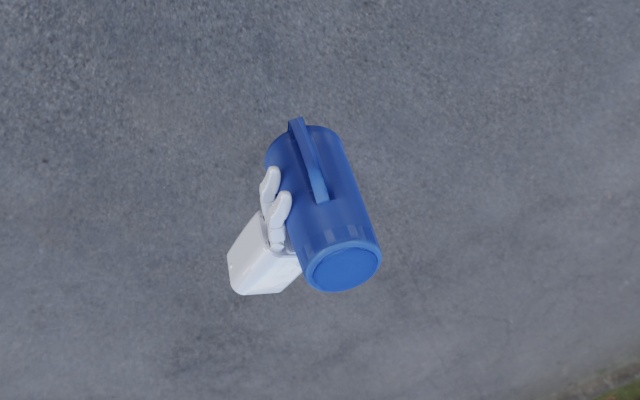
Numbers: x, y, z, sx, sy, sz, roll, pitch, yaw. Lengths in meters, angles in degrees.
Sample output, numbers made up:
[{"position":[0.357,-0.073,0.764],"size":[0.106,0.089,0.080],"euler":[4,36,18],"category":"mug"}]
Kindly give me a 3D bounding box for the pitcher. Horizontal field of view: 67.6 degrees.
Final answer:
[{"position":[0.000,0.002,0.699],"size":[0.149,0.242,0.145],"euler":[19,-56,-35],"category":"pitcher"}]
